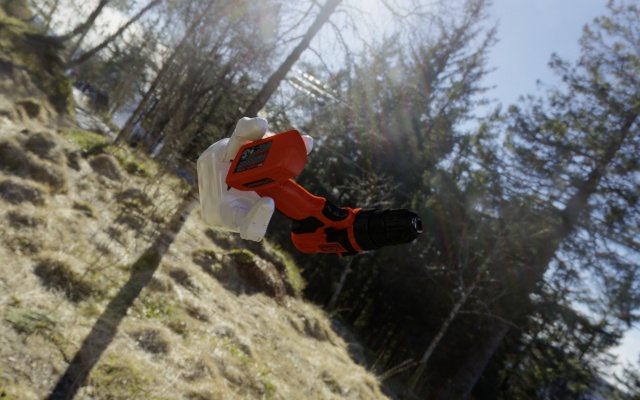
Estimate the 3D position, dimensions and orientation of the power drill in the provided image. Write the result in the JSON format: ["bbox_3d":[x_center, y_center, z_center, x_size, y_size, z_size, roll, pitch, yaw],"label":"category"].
[{"bbox_3d":[0.000,0.002,0.545,0.184,0.057,0.188,-11,-42,39],"label":"power drill"}]
